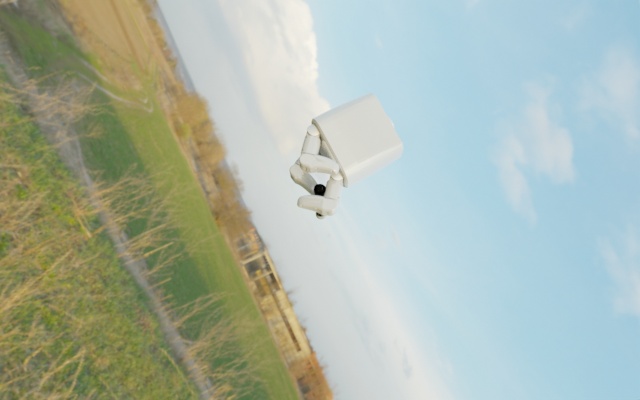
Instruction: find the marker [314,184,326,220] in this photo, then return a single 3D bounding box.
[{"bbox_3d":[0.000,0.003,0.762,0.020,0.020,0.121,0,-21,1],"label":"marker"}]
